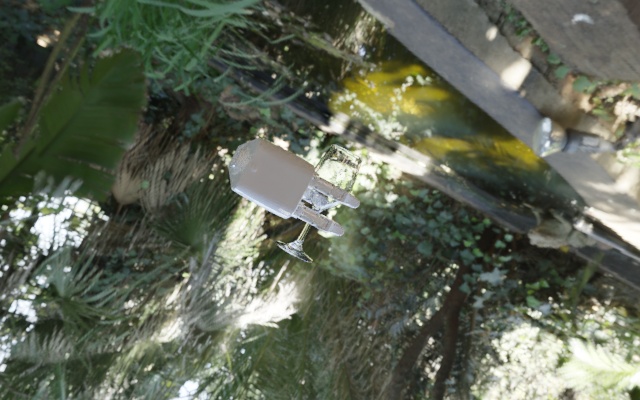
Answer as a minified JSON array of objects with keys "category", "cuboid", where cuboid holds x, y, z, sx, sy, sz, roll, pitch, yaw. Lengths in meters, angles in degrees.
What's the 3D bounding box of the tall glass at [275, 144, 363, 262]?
[{"category":"tall glass","cuboid":[0.000,0.003,0.836,0.079,0.201,0.079,29,1,-1]}]
